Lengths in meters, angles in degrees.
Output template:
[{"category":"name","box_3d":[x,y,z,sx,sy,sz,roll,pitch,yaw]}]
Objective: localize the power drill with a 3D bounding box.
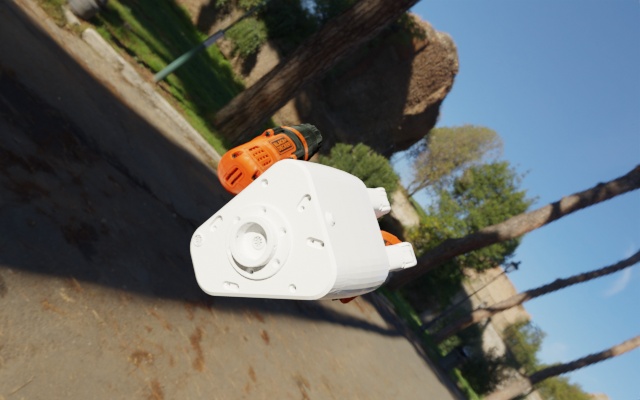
[{"category":"power drill","box_3d":[0.000,0.002,0.501,0.057,0.187,0.184,-44,-2,30]}]
